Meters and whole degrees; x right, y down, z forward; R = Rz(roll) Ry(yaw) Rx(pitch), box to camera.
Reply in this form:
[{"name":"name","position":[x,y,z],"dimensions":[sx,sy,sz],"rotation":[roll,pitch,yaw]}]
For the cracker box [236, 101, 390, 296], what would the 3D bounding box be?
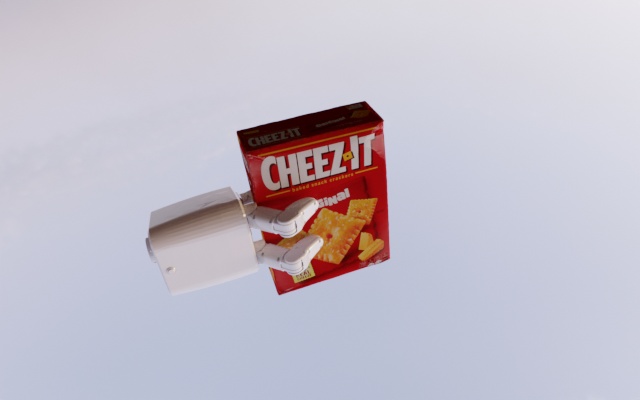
[{"name":"cracker box","position":[0.000,0.002,0.600],"dimensions":[0.164,0.214,0.072],"rotation":[-15,35,-11]}]
